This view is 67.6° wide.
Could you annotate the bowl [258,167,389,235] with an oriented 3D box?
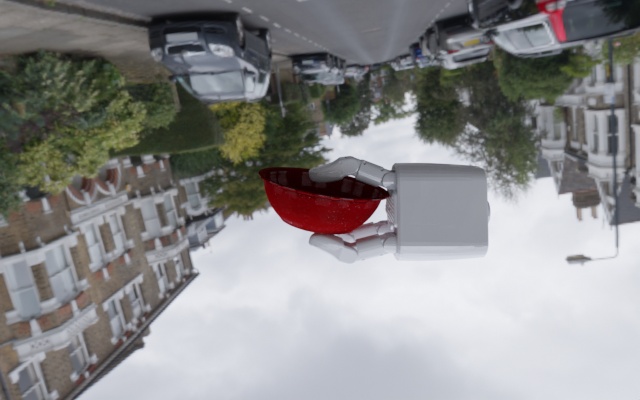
[{"bbox_3d":[-0.001,0.002,0.589,0.162,0.055,0.162,10,13,-2],"label":"bowl"}]
